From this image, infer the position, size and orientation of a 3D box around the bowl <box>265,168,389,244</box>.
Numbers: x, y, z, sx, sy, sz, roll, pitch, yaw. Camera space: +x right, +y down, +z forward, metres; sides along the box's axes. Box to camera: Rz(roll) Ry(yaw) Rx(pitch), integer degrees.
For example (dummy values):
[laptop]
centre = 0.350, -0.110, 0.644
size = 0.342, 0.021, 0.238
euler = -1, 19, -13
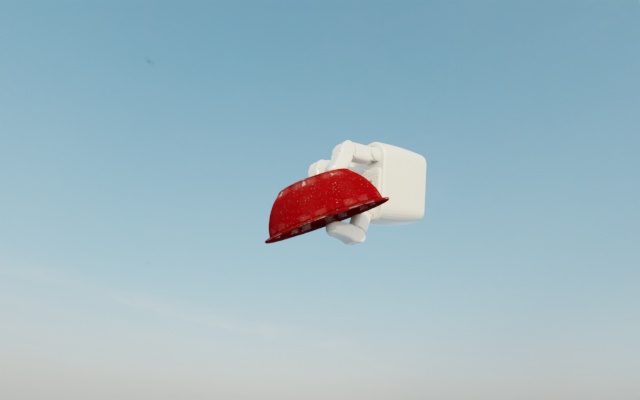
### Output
[bowl]
centre = -0.001, 0.002, 0.588
size = 0.162, 0.055, 0.162
euler = -20, -6, -2
